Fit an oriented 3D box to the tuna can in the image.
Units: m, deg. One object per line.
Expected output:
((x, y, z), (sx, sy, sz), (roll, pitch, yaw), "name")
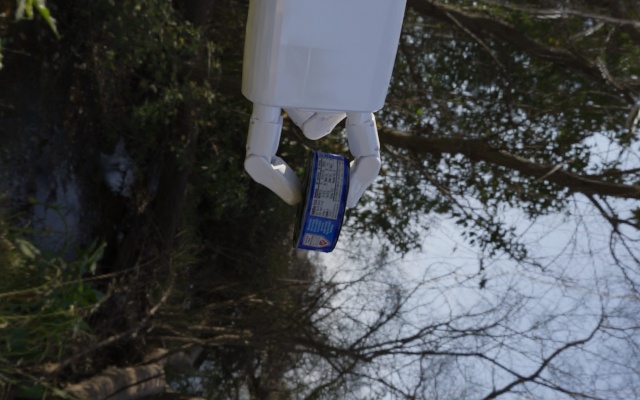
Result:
((0.001, 0.001, 0.410), (0.034, 0.086, 0.086), (10, -1, -6), "tuna can")
